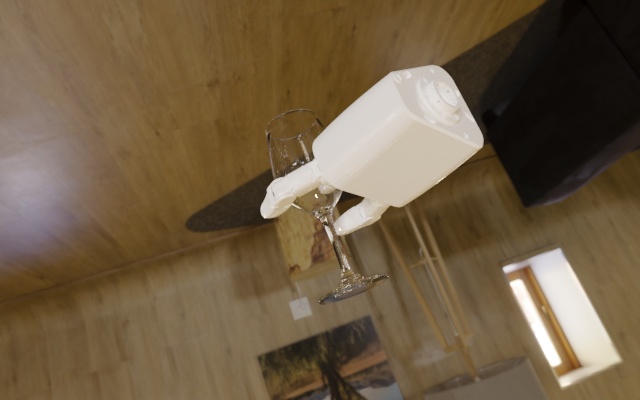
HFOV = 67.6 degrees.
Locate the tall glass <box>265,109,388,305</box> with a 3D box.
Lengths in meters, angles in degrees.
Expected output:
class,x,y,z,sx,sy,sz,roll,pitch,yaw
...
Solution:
class,x,y,z,sx,sy,sz,roll,pitch,yaw
tall glass,0.000,0.002,0.507,0.079,0.201,0.079,-19,-20,-7
